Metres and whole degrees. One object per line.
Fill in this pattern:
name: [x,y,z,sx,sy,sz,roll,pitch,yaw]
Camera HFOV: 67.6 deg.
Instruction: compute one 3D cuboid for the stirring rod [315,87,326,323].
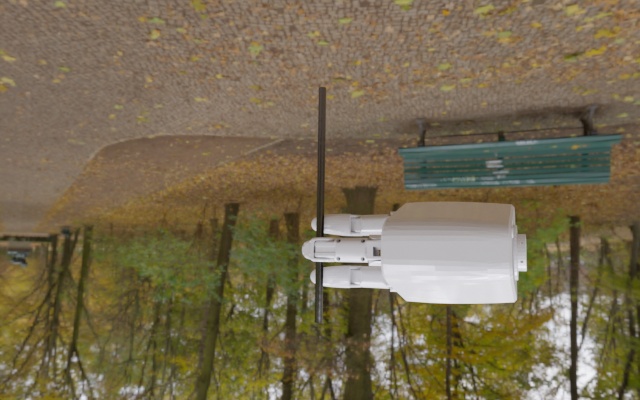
stirring rod: [0.000,0.001,0.488,0.011,0.239,0.011,1,-6,0]
